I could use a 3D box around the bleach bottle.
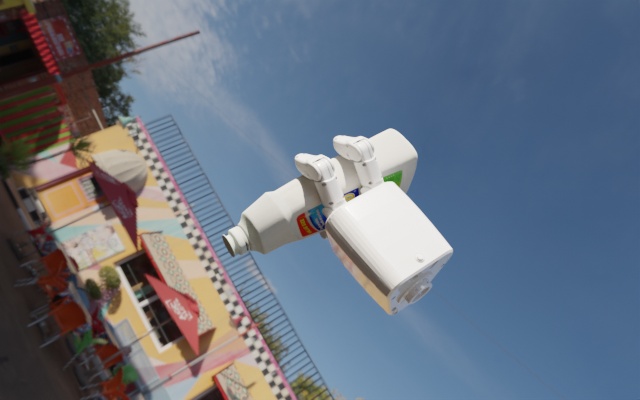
[{"bbox_3d":[0.000,0.002,0.579,0.251,0.068,0.103,-28,-28,-23],"label":"bleach bottle"}]
